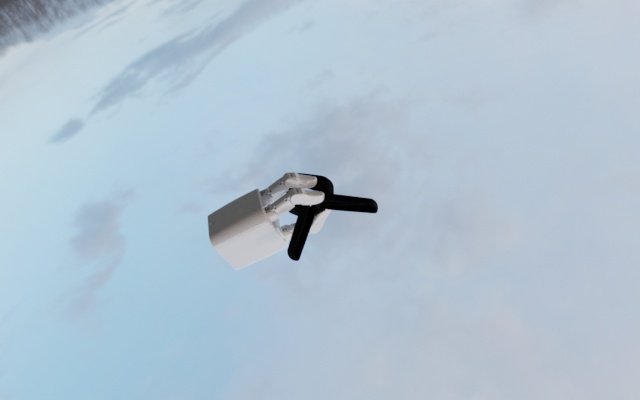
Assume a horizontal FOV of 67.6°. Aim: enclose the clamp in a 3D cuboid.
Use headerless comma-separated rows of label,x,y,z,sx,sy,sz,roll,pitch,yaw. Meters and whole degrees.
clamp,0.000,0.003,0.834,0.164,0.036,0.209,-26,35,2
